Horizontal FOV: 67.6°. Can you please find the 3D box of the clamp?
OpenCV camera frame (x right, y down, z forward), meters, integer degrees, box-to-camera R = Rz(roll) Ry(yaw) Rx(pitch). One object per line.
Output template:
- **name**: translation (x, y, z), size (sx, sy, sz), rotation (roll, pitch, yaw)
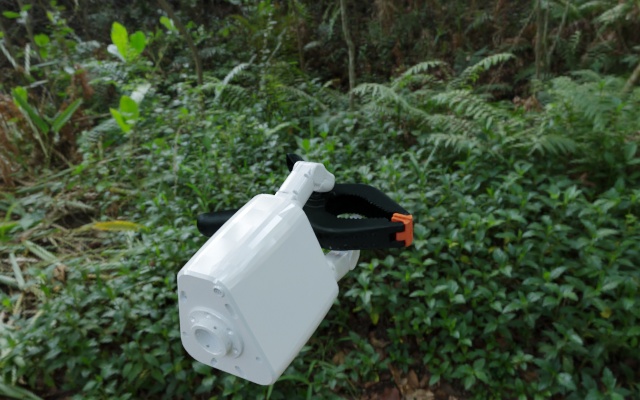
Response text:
- **clamp**: translation (0.000, 0.001, 0.495), size (0.210, 0.036, 0.164), rotation (9, 36, 26)
